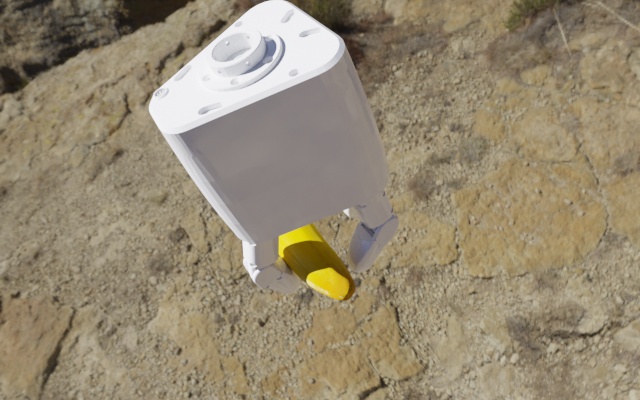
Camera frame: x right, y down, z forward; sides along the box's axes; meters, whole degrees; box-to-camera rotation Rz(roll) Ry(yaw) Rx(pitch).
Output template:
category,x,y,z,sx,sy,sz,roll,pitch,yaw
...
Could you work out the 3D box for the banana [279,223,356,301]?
category,x,y,z,sx,sy,sz,roll,pitch,yaw
banana,-0.018,0.003,0.415,0.069,0.197,0.037,-14,-43,6
